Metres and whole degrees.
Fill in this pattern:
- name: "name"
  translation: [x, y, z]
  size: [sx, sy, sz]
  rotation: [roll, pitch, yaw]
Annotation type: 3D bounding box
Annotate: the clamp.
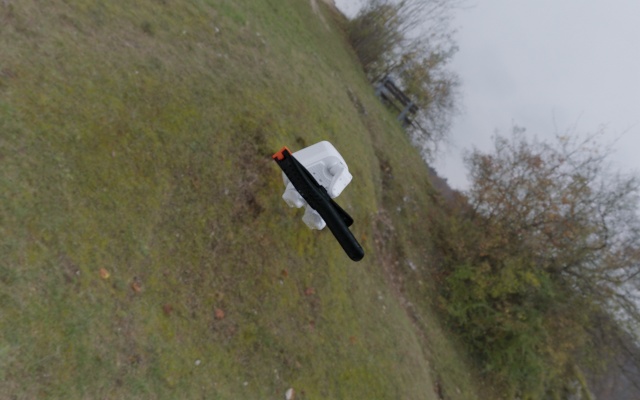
- name: "clamp"
  translation: [0.000, 0.002, 0.781]
  size: [0.036, 0.210, 0.164]
  rotation: [-38, 22, 8]
